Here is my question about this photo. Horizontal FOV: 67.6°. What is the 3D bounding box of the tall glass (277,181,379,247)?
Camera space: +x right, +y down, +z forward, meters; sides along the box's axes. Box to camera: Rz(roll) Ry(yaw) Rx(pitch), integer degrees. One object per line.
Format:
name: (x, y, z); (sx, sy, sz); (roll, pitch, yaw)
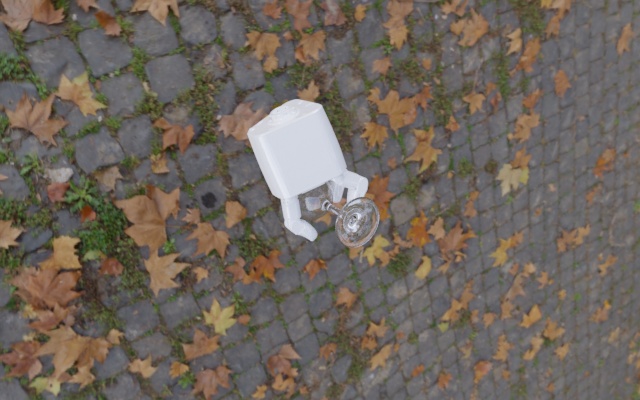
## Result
tall glass: (0.000, 0.003, 0.743); (0.079, 0.079, 0.201); (0, 16, -33)
